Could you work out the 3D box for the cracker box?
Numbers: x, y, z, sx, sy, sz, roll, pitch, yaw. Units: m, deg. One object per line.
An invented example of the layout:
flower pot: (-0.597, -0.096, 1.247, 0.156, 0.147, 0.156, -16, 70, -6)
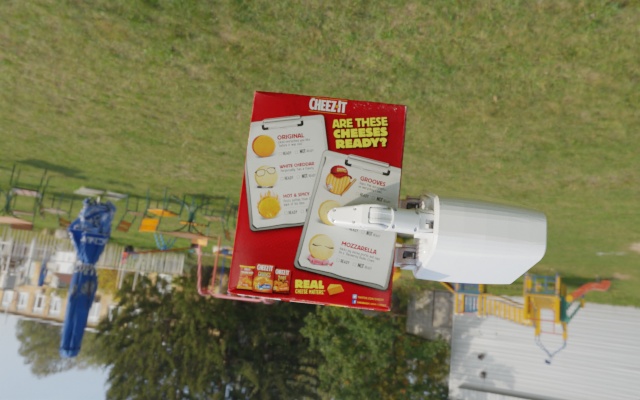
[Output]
cracker box: (0.000, 0.002, 0.513, 0.164, 0.213, 0.072, 6, -10, 1)
